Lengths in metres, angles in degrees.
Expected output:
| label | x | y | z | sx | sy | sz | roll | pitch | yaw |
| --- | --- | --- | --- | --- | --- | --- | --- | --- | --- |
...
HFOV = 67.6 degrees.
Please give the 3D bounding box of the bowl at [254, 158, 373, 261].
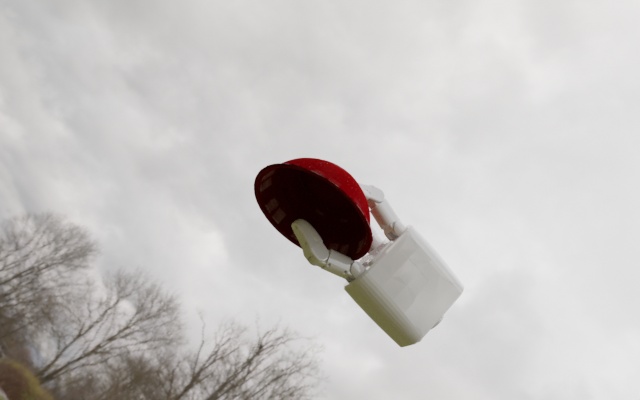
| label | x | y | z | sx | sy | sz | roll | pitch | yaw |
| --- | --- | --- | --- | --- | --- | --- | --- | --- | --- |
| bowl | -0.001 | 0.001 | 0.583 | 0.162 | 0.162 | 0.055 | 0 | 43 | 41 |
